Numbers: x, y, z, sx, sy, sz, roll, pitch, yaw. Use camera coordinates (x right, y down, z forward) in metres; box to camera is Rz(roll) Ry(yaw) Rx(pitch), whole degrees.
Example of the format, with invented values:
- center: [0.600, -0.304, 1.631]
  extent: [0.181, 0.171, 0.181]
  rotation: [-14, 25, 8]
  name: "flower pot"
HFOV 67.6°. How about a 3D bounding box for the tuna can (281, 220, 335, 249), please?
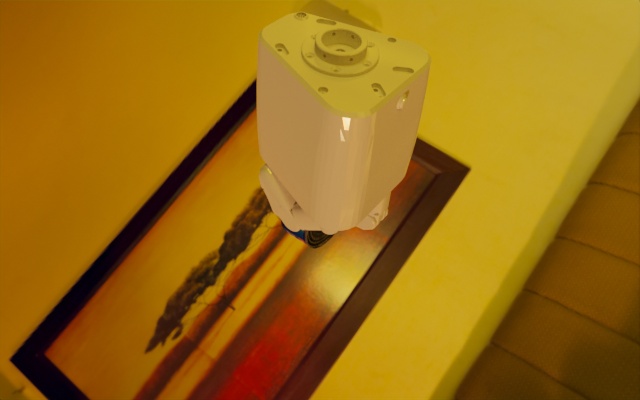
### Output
- center: [0.000, 0.001, 0.464]
  extent: [0.033, 0.086, 0.086]
  rotation: [30, 12, 22]
  name: "tuna can"
